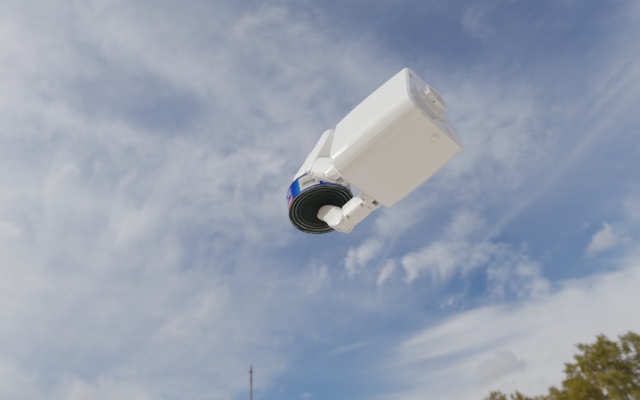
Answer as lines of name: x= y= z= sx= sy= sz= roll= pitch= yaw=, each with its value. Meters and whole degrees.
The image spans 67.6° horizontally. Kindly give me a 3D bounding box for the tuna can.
tuna can: x=0.000 y=0.002 z=0.608 sx=0.086 sy=0.086 sz=0.033 roll=0 pitch=44 yaw=-13
